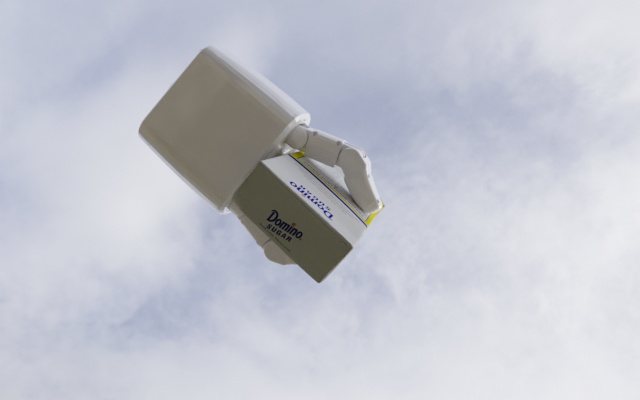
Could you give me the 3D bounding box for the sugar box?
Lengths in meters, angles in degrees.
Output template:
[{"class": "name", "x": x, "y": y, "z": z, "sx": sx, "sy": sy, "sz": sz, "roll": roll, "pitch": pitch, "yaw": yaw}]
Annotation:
[{"class": "sugar box", "x": 0.000, "y": 0.002, "z": 0.419, "sx": 0.093, "sy": 0.048, "sz": 0.176, "roll": 43, "pitch": 20, "yaw": 5}]
